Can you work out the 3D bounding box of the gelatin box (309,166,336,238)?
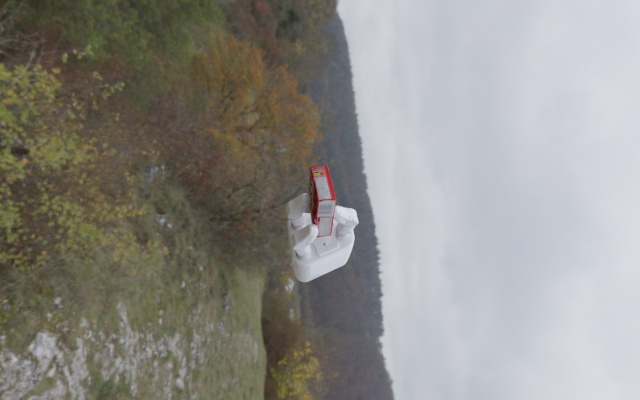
[{"bbox_3d":[0.001,0.002,0.739,0.030,0.073,0.089,-4,-40,-9],"label":"gelatin box"}]
